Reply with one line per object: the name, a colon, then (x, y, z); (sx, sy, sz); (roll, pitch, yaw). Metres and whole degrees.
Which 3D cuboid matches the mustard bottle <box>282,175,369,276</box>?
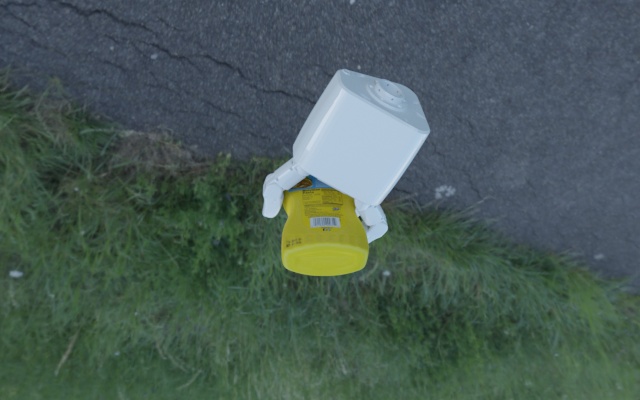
mustard bottle: (0.000, 0.002, 0.589); (0.096, 0.058, 0.191); (-1, 43, -4)
